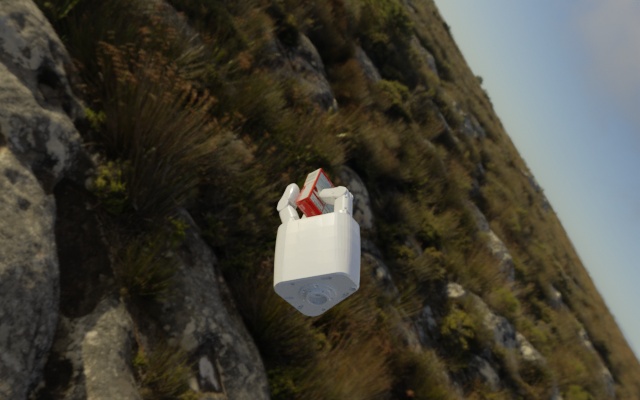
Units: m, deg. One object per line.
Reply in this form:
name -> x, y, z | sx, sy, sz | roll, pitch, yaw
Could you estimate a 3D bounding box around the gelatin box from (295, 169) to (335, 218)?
gelatin box -> 0.001, 0.002, 0.776 | 0.030, 0.073, 0.089 | -23, 26, 29
